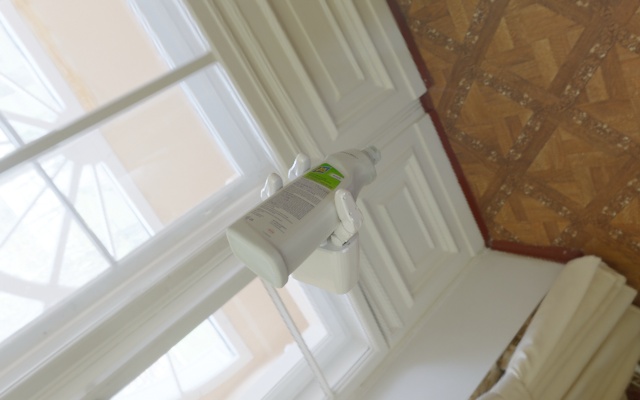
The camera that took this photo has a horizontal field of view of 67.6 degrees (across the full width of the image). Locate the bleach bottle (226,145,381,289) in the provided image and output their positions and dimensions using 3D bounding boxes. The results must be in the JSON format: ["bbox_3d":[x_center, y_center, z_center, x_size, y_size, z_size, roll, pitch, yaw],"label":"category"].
[{"bbox_3d":[0.000,0.002,0.642,0.102,0.068,0.250,29,54,34],"label":"bleach bottle"}]
